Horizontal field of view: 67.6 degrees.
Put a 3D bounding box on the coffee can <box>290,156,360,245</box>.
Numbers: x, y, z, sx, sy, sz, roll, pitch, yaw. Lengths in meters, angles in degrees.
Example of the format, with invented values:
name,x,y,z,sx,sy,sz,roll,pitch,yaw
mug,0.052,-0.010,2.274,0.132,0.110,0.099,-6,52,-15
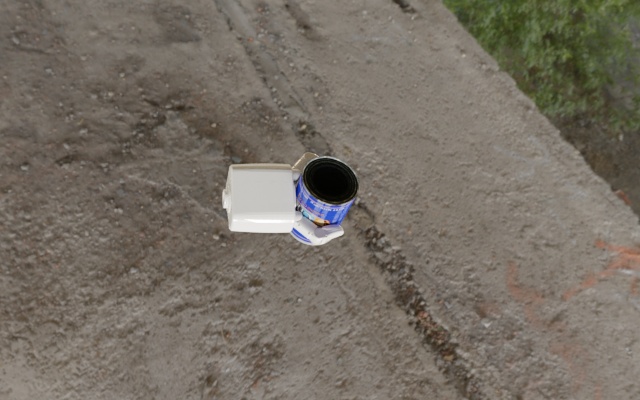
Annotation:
name,x,y,z,sx,sy,sz,roll,pitch,yaw
coffee can,0.000,0.003,0.858,0.103,0.102,0.140,0,-33,-18
